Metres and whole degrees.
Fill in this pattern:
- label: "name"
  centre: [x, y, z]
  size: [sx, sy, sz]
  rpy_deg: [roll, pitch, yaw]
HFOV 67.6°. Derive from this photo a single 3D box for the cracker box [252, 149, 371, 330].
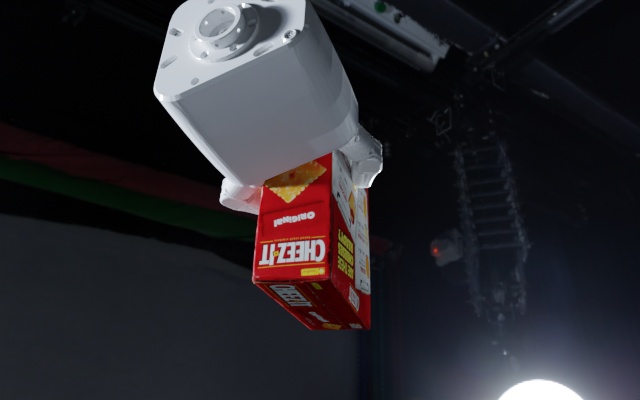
- label: "cracker box"
  centre: [0.000, 0.001, 0.464]
  size: [0.072, 0.213, 0.164]
  rpy_deg: [-6, -29, 15]
